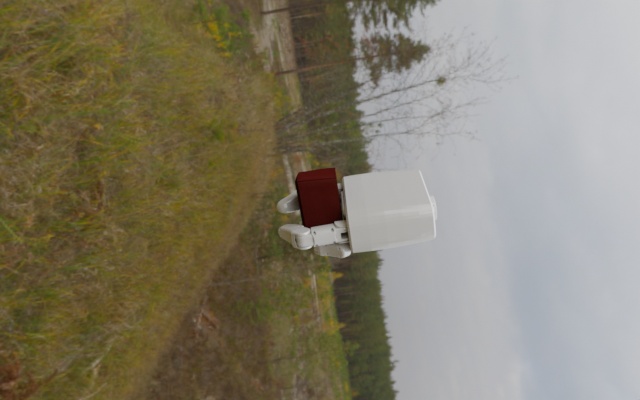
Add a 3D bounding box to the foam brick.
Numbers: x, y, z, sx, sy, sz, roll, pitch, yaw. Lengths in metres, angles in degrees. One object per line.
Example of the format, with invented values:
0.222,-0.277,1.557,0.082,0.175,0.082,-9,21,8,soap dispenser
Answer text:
0.000,0.002,0.616,0.051,0.078,0.053,-8,19,4,foam brick
